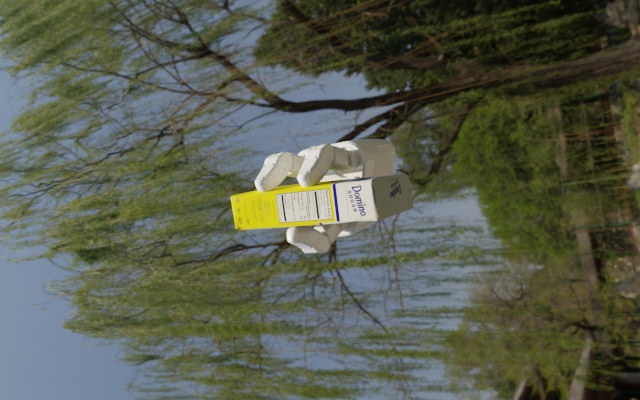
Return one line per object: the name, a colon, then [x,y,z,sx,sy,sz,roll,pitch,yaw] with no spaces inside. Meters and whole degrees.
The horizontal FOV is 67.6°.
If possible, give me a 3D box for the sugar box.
sugar box: [0.000,0.001,0.516,0.176,0.048,0.093,-9,2,32]
